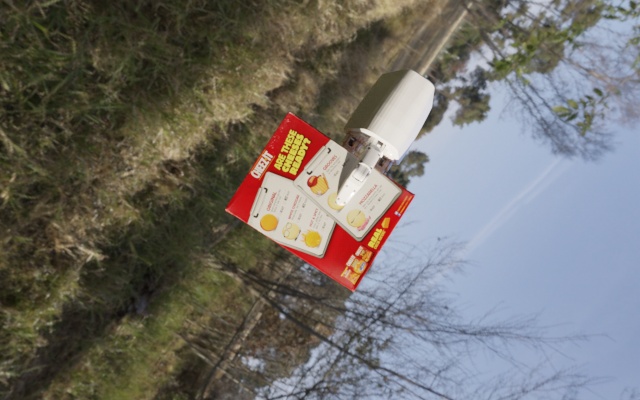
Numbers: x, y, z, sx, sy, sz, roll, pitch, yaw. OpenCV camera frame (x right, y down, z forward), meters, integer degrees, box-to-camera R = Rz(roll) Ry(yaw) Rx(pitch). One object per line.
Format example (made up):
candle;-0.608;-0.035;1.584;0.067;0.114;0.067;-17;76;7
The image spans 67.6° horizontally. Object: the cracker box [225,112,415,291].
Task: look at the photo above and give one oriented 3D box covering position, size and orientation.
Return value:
cracker box;0.000;0.002;0.689;0.214;0.164;0.072;33;-3;-3
